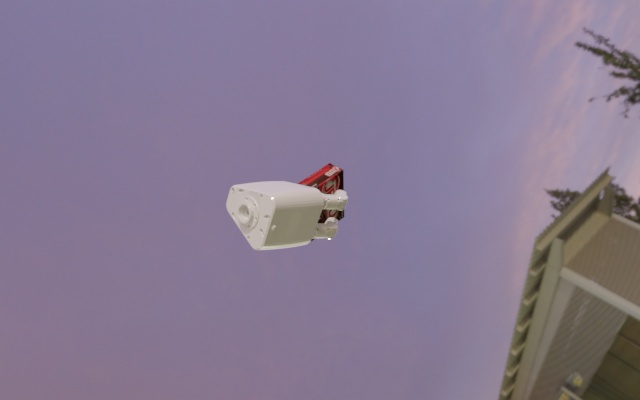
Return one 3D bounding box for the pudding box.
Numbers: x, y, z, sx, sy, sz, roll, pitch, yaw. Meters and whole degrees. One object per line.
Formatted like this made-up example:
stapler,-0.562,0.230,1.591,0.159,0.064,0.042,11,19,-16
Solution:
pudding box,0.000,0.003,0.844,0.039,0.114,0.090,32,51,33
